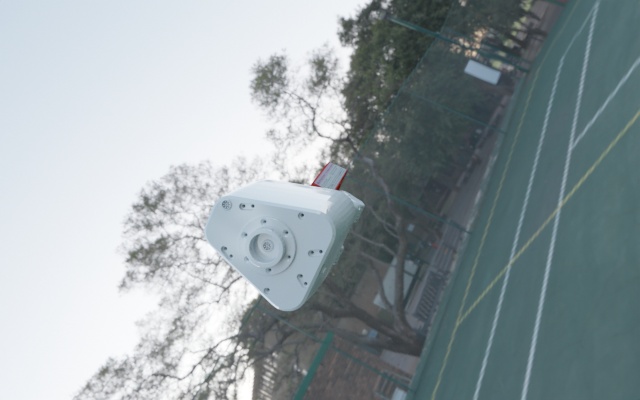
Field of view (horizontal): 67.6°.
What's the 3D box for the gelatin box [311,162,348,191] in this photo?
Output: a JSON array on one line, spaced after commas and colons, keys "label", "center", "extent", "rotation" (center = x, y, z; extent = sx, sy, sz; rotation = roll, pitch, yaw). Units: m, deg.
[{"label": "gelatin box", "center": [0.000, 0.002, 0.572], "extent": [0.030, 0.073, 0.089], "rotation": [25, 25, 3]}]
